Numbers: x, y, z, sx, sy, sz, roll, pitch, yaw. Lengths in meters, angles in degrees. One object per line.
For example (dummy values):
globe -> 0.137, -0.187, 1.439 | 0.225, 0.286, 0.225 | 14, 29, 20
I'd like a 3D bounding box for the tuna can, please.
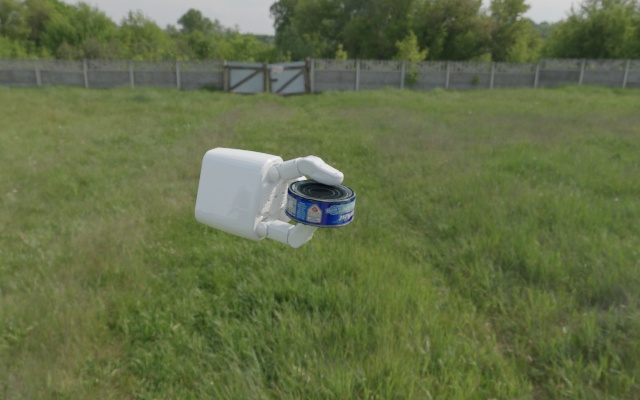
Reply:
tuna can -> 0.000, 0.001, 0.589 | 0.086, 0.034, 0.086 | 6, 19, -2
